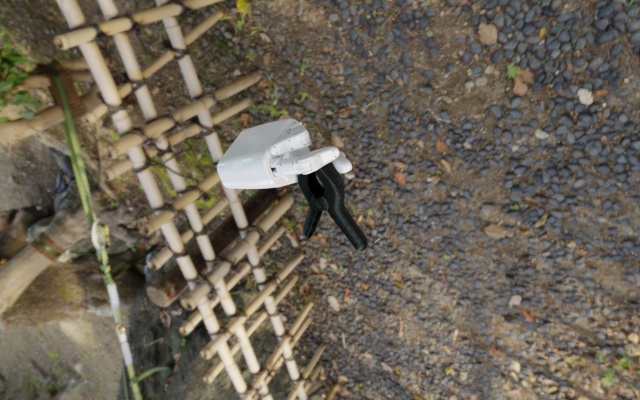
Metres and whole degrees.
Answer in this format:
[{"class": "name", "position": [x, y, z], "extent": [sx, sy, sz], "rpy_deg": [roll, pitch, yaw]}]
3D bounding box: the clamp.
[{"class": "clamp", "position": [0.000, 0.003, 0.734], "extent": [0.120, 0.171, 0.039], "rpy_deg": [-3, 27, 36]}]
